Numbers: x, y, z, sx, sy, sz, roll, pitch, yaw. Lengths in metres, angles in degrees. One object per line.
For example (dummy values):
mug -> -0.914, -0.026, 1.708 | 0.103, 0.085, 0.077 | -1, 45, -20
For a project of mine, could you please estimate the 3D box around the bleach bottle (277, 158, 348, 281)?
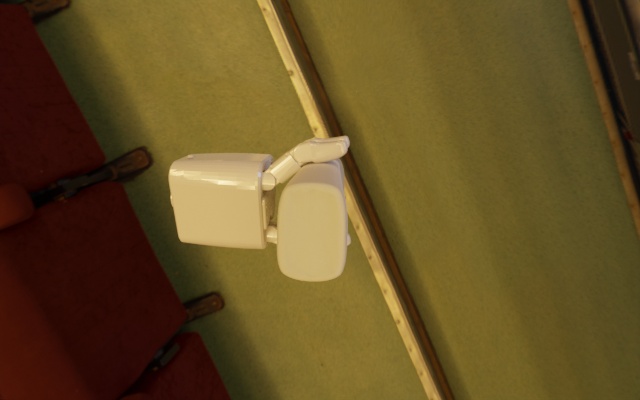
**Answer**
bleach bottle -> 0.000, 0.002, 0.568 | 0.068, 0.102, 0.250 | 2, 13, 4
